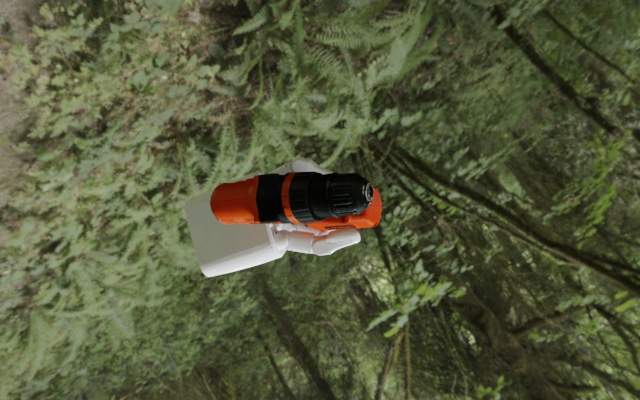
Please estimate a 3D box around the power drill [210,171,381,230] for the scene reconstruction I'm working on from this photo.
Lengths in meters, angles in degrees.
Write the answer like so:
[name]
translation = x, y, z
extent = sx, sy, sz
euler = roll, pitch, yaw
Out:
[power drill]
translation = 0.000, 0.002, 0.541
extent = 0.184, 0.057, 0.187
euler = -2, -6, 29
